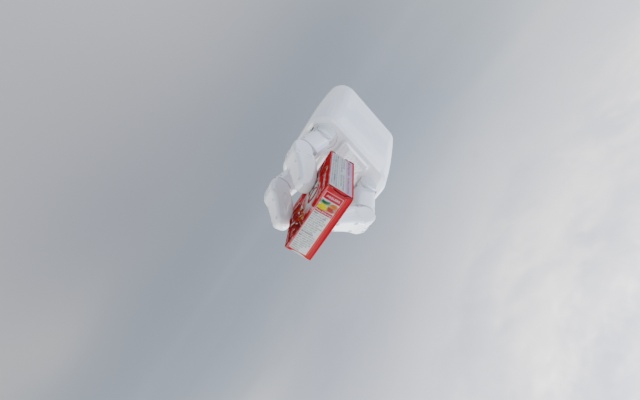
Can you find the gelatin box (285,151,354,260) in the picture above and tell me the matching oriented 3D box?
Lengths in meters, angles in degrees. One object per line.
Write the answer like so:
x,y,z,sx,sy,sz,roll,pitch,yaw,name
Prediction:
0.000,0.002,0.447,0.030,0.073,0.089,30,24,-11,gelatin box
